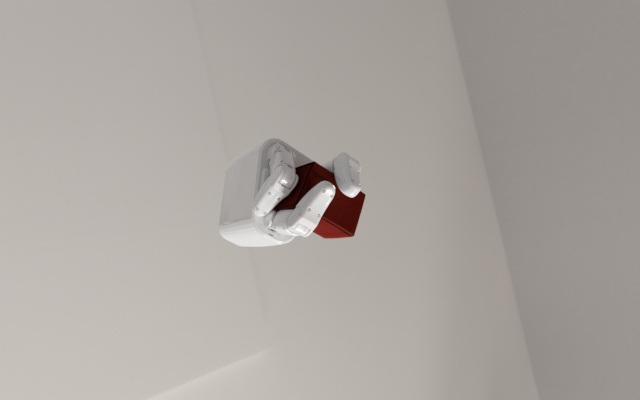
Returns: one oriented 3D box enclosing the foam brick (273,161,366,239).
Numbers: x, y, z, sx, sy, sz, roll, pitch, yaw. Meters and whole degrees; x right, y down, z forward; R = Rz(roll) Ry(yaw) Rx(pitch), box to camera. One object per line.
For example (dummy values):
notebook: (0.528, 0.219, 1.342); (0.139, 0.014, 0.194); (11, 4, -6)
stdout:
foam brick: (0.000, 0.002, 0.518); (0.078, 0.053, 0.051); (32, -25, -27)
